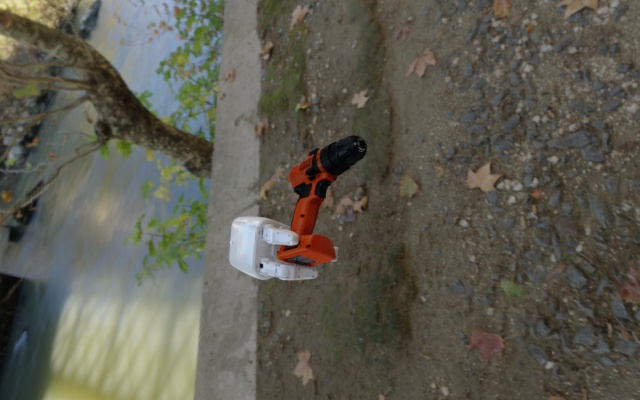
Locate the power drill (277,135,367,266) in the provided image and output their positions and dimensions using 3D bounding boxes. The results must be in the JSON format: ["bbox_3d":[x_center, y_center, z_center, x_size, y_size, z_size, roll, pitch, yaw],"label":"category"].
[{"bbox_3d":[0.000,0.003,0.739,0.057,0.187,0.184,23,-27,-25],"label":"power drill"}]
